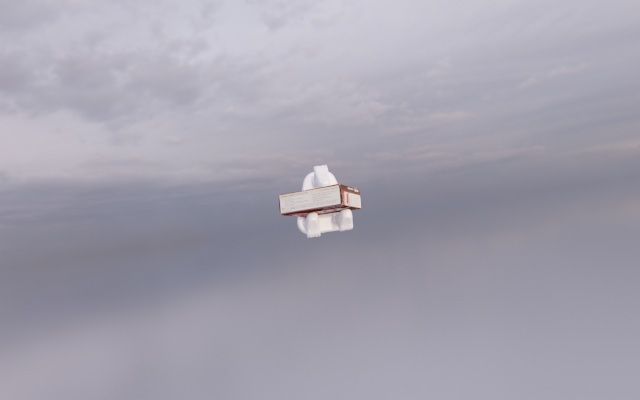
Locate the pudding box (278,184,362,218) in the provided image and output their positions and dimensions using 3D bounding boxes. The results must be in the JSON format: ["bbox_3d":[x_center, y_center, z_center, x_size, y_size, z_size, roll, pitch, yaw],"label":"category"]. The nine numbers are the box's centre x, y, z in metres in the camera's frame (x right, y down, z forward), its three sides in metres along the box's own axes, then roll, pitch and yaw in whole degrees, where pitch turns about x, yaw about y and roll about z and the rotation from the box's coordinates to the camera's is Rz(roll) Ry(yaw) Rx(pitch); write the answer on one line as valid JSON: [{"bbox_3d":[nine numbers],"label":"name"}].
[{"bbox_3d":[0.000,0.002,0.788,0.113,0.039,0.090,-12,-8,23],"label":"pudding box"}]
